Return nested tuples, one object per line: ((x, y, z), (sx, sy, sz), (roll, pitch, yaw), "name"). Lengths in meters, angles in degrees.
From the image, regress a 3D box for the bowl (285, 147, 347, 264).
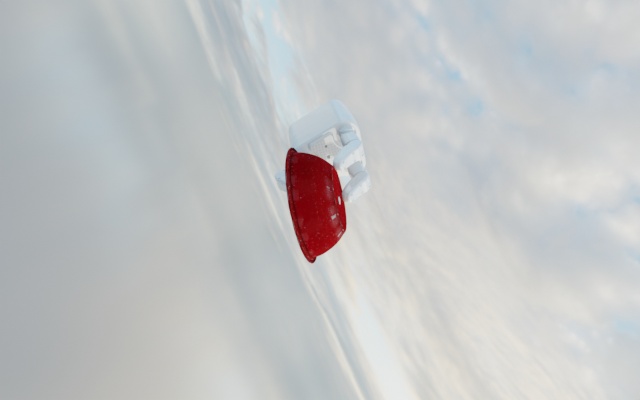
((0.001, 0.003, 0.653), (0.055, 0.162, 0.162), (-10, -2, 10), "bowl")
